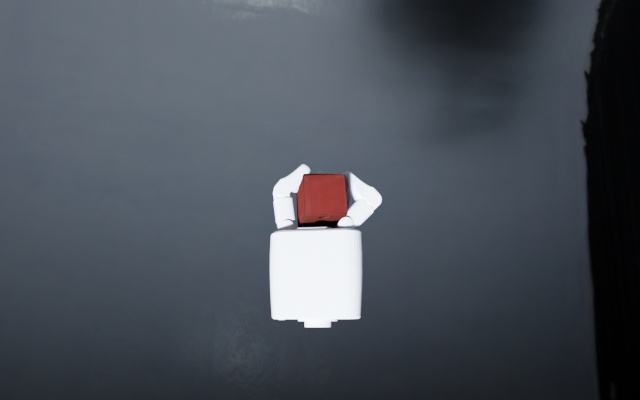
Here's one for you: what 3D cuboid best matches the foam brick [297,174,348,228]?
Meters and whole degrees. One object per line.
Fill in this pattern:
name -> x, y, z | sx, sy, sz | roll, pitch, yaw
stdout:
foam brick -> 0.000, 0.002, 0.597 | 0.053, 0.051, 0.078 | 0, -14, -9
